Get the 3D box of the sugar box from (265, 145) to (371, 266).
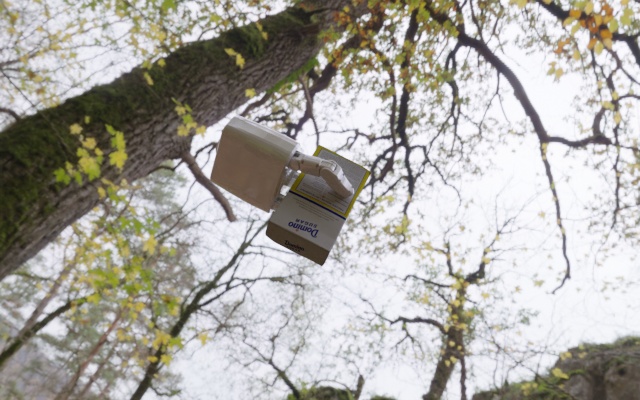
[{"bbox_3d":[0.000,0.002,0.691,0.093,0.176,0.048,27,-39,5],"label":"sugar box"}]
